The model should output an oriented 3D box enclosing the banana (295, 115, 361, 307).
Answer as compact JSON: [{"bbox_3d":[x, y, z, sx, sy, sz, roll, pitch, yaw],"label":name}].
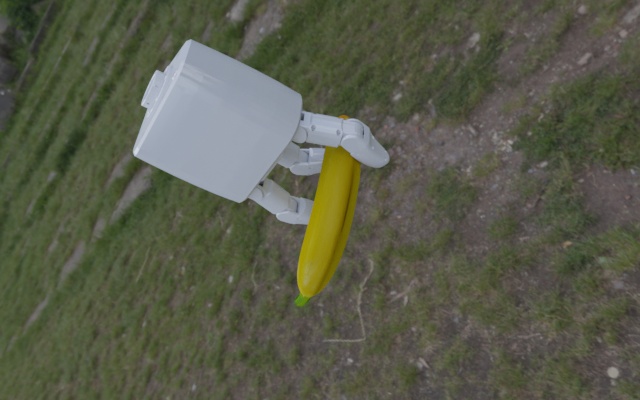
[{"bbox_3d":[0.007,0.004,0.450,0.037,0.197,0.069,19,-11,-23],"label":"banana"}]
